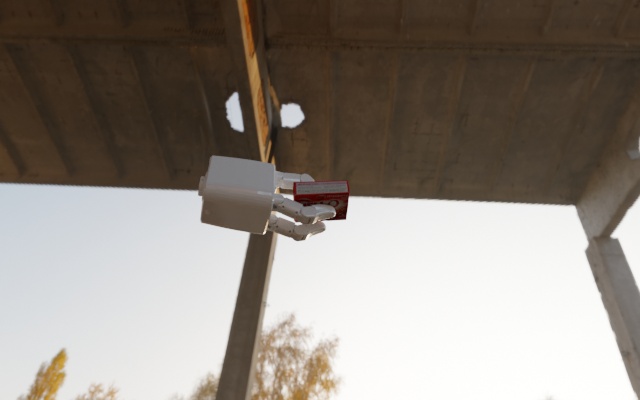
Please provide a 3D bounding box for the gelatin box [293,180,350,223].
[{"bbox_3d":[0.000,0.002,0.771,0.089,0.030,0.073,-3,-38,-4],"label":"gelatin box"}]
